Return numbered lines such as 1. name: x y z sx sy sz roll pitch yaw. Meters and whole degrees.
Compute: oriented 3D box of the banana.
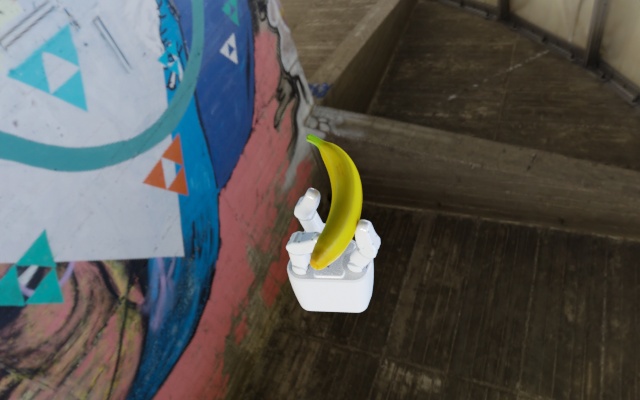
1. banana: 0.019 -0.001 0.595 0.069 0.197 0.037 -1 -36 -3
